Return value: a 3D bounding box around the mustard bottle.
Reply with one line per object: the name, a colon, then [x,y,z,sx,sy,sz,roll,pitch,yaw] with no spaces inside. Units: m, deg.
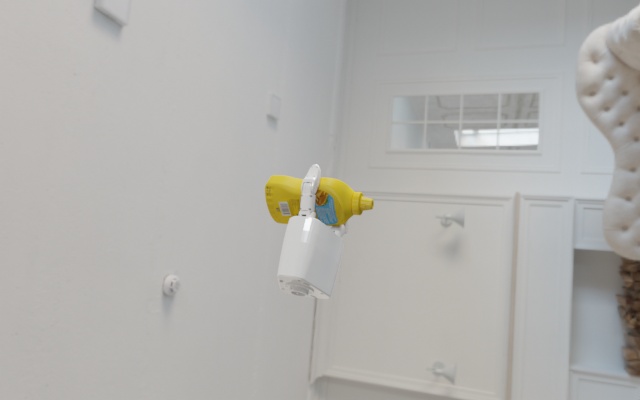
mustard bottle: [0.000,0.003,0.858,0.191,0.096,0.058,3,38,20]
